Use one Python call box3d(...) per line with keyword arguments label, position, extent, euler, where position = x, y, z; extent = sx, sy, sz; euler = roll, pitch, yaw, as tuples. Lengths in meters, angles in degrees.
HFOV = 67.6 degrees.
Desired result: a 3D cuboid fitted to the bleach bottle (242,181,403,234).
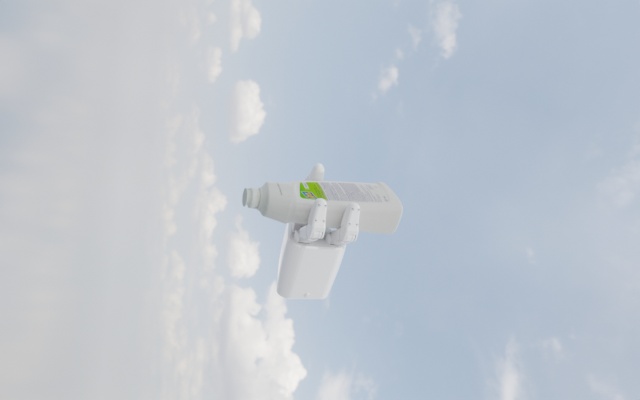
box3d(label="bleach bottle", position=(0.000, 0.003, 0.761), extent=(0.251, 0.068, 0.102), euler=(6, 26, -23))
